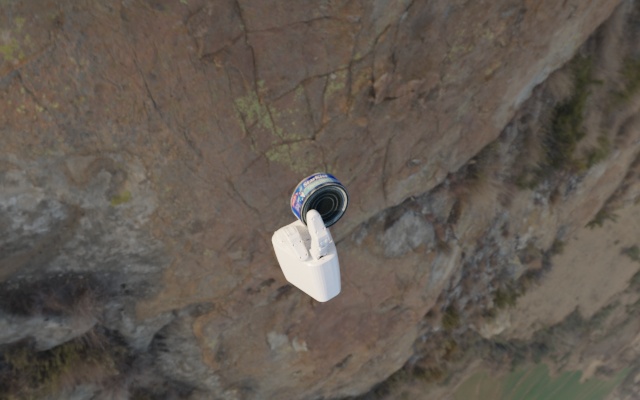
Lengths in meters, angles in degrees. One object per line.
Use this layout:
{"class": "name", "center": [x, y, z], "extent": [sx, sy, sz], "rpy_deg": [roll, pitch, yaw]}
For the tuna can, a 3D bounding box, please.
{"class": "tuna can", "center": [0.000, 0.003, 0.726], "extent": [0.086, 0.086, 0.033], "rpy_deg": [0, 31, -33]}
